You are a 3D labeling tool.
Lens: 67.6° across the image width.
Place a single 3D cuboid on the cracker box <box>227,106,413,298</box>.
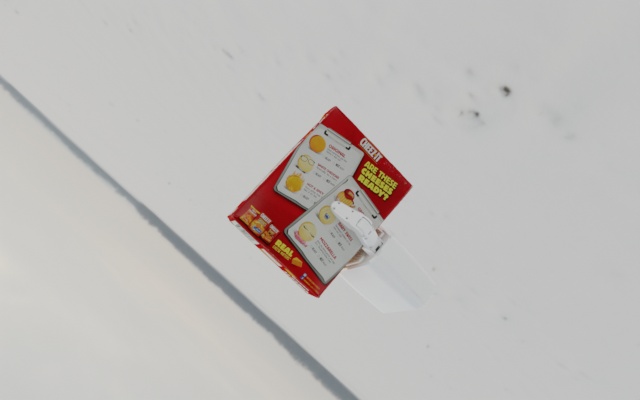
[{"bbox_3d":[0.000,0.002,0.678,0.164,0.213,0.072,45,-15,-11],"label":"cracker box"}]
